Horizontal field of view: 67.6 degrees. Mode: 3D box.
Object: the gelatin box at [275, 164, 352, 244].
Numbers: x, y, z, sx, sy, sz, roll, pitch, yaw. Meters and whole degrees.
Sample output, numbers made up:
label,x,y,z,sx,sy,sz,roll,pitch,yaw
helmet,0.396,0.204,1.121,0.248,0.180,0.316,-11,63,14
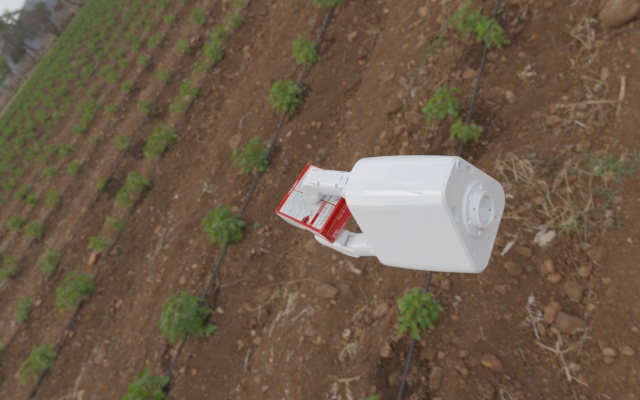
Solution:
label,x,y,z,sx,sy,sz,roll,pitch,yaw
gelatin box,0.000,0.001,0.554,0.089,0.073,0.030,21,-16,47
